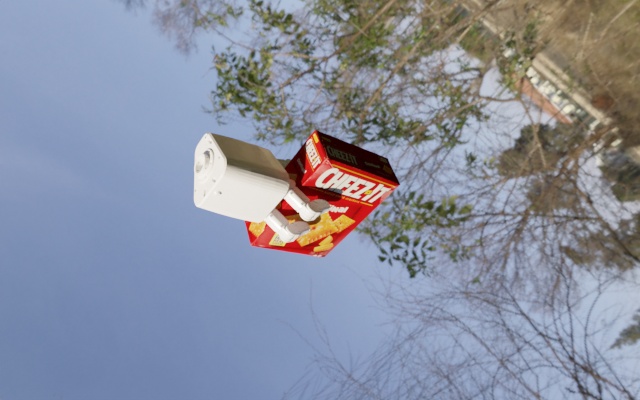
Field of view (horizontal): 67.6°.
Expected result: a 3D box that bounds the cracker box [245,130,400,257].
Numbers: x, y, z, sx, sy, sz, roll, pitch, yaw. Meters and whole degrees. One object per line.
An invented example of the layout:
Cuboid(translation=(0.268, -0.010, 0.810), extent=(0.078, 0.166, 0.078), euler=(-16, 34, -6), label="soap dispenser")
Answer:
Cuboid(translation=(0.000, 0.003, 0.791), extent=(0.164, 0.072, 0.214), euler=(15, -49, -38), label="cracker box")
